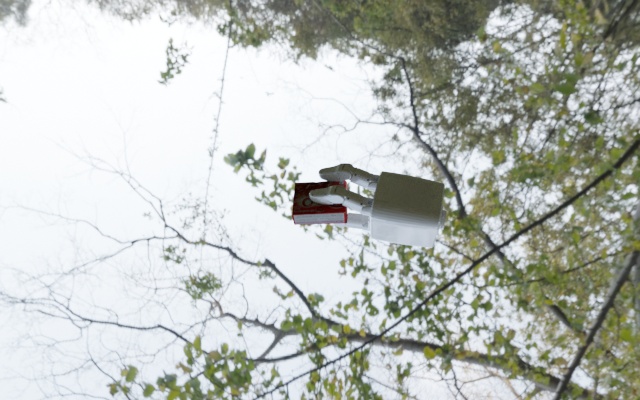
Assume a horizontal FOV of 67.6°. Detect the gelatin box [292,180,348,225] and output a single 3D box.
[{"bbox_3d":[0.000,0.003,0.783,0.089,0.073,0.030,-3,-43,6],"label":"gelatin box"}]
